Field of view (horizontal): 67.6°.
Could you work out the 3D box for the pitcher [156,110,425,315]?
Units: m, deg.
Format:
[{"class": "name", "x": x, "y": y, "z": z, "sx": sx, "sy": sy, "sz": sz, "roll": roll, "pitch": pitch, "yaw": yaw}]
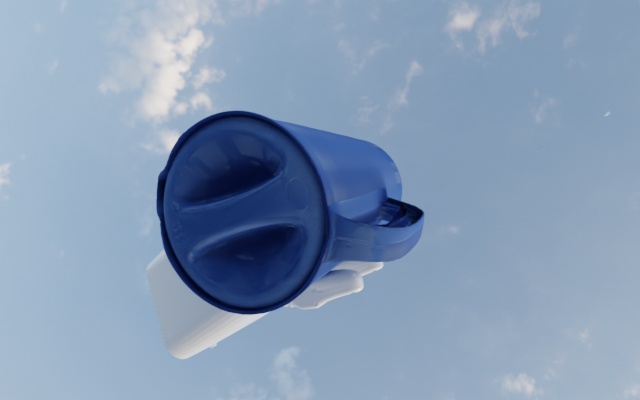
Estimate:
[{"class": "pitcher", "x": 0.000, "y": 0.001, "z": 0.409, "sx": 0.145, "sy": 0.149, "sz": 0.243, "roll": -38, "pitch": -10, "yaw": 23}]
